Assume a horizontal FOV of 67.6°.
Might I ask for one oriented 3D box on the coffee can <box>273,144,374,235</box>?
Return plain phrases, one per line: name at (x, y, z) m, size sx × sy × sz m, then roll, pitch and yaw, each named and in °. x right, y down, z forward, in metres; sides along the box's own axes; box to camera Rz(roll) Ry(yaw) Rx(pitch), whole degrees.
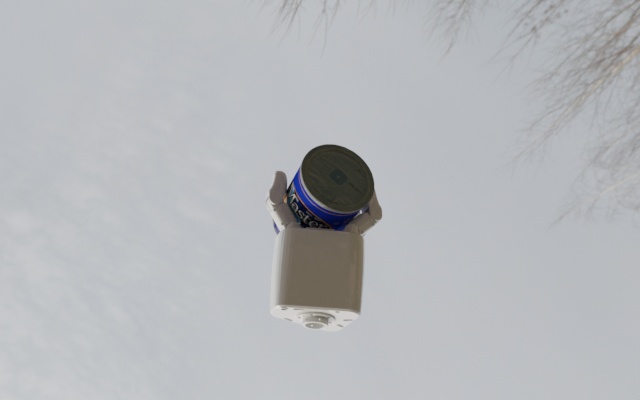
coffee can at (0.000, 0.002, 0.673) m, size 0.103 × 0.102 × 0.140 m, roll 0°, pitch -29°, yaw -23°
